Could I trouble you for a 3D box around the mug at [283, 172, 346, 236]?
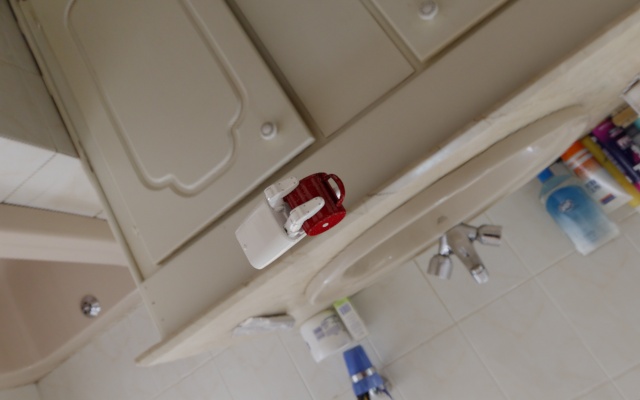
[{"bbox_3d":[0.001,0.002,0.837,0.117,0.081,0.093,-42,-20,32],"label":"mug"}]
